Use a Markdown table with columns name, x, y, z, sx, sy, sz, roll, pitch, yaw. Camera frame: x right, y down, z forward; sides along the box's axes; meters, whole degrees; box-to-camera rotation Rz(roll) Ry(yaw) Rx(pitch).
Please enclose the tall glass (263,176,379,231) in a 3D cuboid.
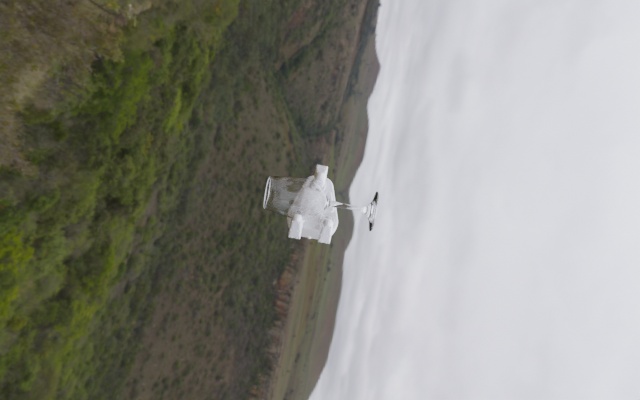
| name | x | y | z | sx | sy | sz | roll | pitch | yaw |
| --- | --- | --- | --- | --- | --- | --- | --- | --- | --- |
| tall glass | 0.001 | 0.003 | 0.872 | 0.201 | 0.079 | 0.079 | 10 | 0 | -1 |
